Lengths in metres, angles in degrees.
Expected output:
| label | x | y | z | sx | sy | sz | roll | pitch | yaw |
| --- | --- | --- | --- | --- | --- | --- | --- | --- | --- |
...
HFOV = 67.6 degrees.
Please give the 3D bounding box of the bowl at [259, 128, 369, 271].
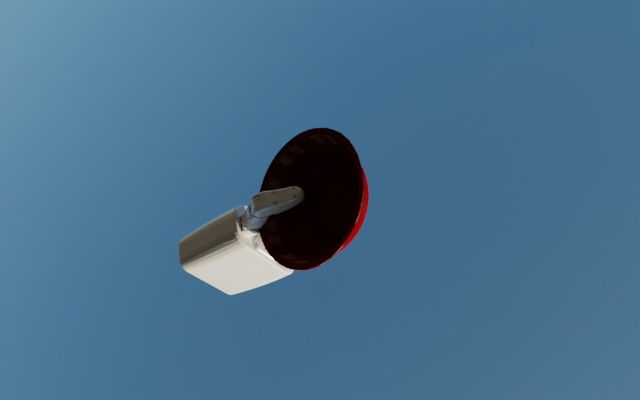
| label | x | y | z | sx | sy | sz | roll | pitch | yaw |
| --- | --- | --- | --- | --- | --- | --- | --- | --- | --- |
| bowl | 0.001 | 0.002 | 0.545 | 0.162 | 0.162 | 0.055 | 0 | -12 | 44 |
